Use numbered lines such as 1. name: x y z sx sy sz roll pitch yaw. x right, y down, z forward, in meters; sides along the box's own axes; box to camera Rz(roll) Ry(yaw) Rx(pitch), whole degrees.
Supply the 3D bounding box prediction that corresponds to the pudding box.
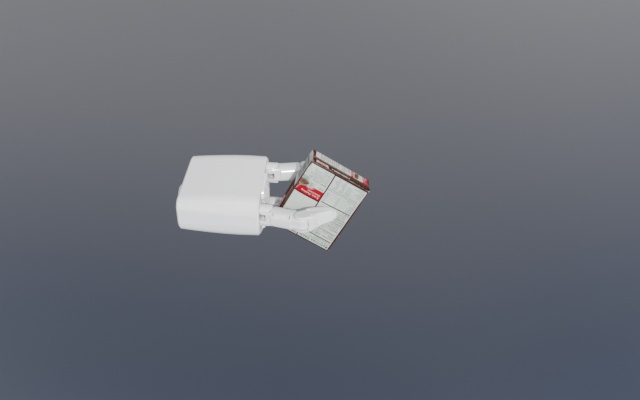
1. pudding box: 0.000 0.002 0.643 0.090 0.113 0.039 28 27 -12
